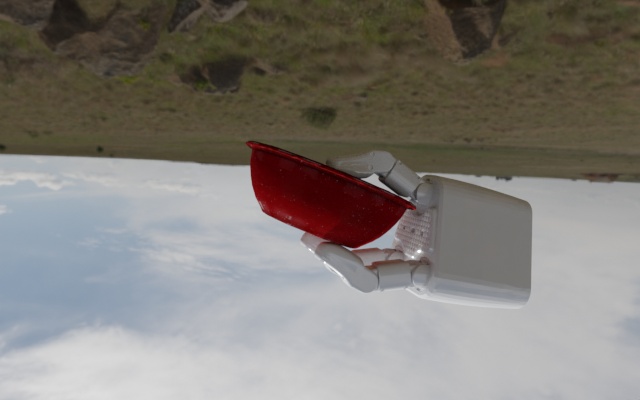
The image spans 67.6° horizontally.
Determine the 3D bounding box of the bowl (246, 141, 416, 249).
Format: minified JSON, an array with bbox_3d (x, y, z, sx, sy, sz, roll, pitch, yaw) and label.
[{"bbox_3d":[-0.001,0.001,0.429,0.162,0.055,0.162,22,0,0],"label":"bowl"}]
